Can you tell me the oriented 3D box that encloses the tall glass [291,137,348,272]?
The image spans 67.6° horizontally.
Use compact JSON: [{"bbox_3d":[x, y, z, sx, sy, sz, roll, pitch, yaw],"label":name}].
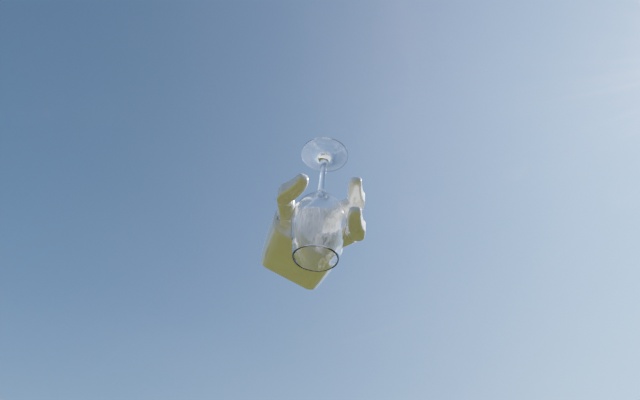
[{"bbox_3d":[0.000,0.002,0.690,0.079,0.200,0.079,3,-42,3],"label":"tall glass"}]
